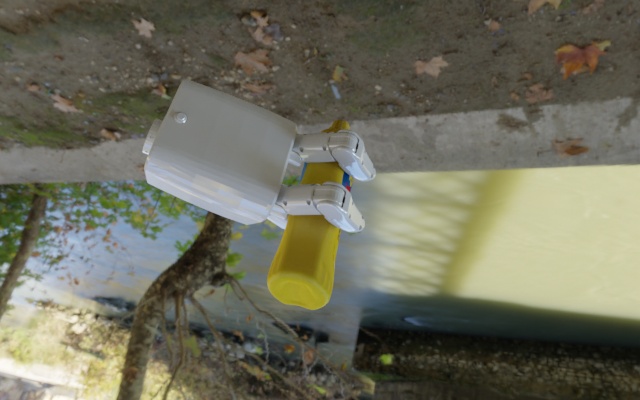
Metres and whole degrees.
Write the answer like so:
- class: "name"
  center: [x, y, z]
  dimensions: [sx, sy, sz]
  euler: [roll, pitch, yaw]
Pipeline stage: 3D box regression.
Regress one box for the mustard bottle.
- class: "mustard bottle"
  center: [0.000, 0.002, 0.463]
  dimensions: [0.058, 0.191, 0.096]
  euler: [11, -27, 6]
